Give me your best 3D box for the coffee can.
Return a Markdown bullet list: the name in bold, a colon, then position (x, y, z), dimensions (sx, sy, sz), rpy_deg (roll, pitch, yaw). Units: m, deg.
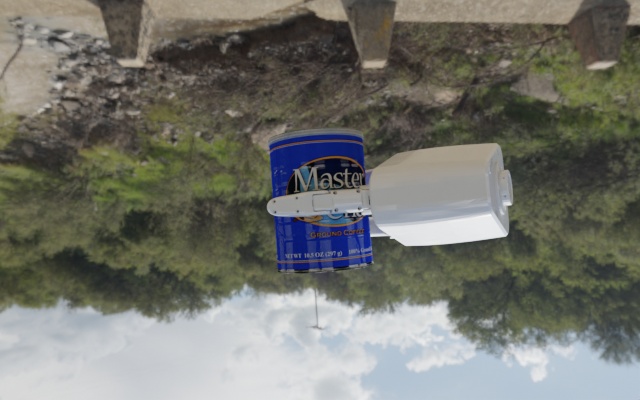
- **coffee can**: position (0.000, 0.002, 0.510), dimensions (0.103, 0.140, 0.103), rpy_deg (-4, -3, 0)
